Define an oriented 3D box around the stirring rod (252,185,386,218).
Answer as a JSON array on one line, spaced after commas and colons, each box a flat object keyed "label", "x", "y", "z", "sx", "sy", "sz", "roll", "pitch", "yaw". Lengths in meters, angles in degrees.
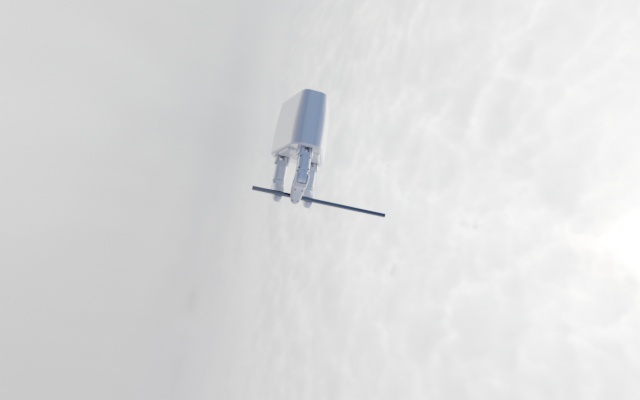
[{"label": "stirring rod", "x": 0.000, "y": 0.003, "z": 0.830, "sx": 0.239, "sy": 0.011, "sz": 0.011, "roll": 12, "pitch": -3, "yaw": -12}]
